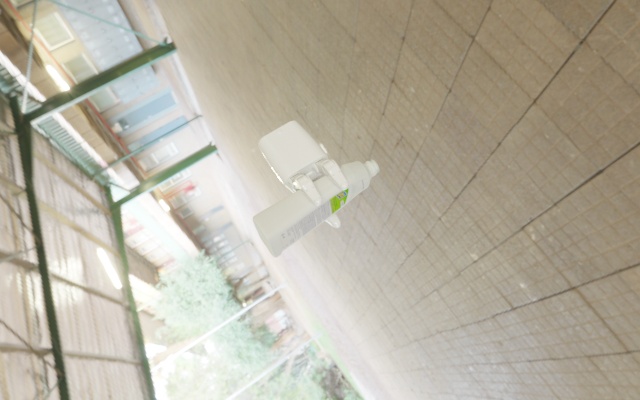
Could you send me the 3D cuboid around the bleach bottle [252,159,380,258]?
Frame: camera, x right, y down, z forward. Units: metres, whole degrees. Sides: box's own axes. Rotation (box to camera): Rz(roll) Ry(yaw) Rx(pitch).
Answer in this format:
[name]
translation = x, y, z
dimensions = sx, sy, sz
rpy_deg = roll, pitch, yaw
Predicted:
[bleach bottle]
translation = 0.000, 0.003, 0.883
dimensions = 0.251, 0.068, 0.103
rpy_deg = -32, -25, -13
